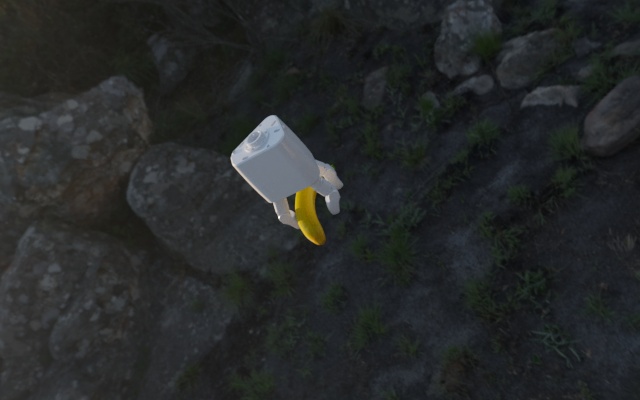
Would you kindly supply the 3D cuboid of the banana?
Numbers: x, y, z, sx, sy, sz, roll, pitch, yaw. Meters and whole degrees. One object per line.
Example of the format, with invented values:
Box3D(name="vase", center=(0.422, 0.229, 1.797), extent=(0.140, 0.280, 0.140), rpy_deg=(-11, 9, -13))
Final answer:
Box3D(name="banana", center=(-0.016, 0.004, 0.900), extent=(0.069, 0.197, 0.037), rpy_deg=(-14, -45, 23))
